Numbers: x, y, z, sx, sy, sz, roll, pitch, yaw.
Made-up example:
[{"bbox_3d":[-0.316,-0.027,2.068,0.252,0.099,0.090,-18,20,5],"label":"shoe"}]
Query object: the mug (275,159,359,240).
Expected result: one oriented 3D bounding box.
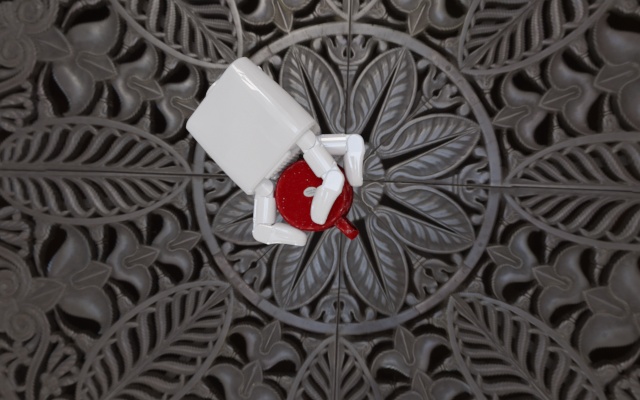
[{"bbox_3d":[0.001,0.003,0.560,0.093,0.117,0.081,-42,-2,4],"label":"mug"}]
